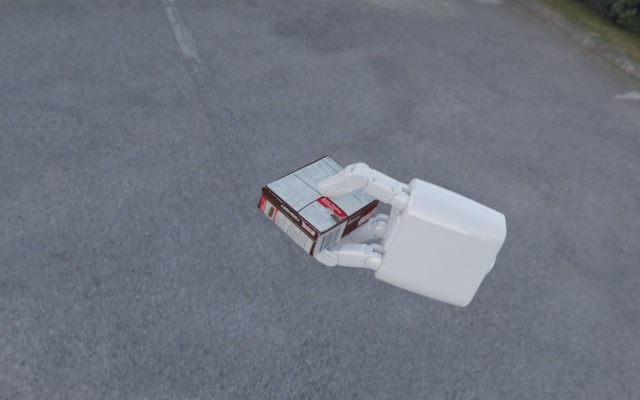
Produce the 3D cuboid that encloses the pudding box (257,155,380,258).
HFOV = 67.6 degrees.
[{"bbox_3d":[0.000,0.002,0.542,0.090,0.039,0.113,39,43,23],"label":"pudding box"}]
